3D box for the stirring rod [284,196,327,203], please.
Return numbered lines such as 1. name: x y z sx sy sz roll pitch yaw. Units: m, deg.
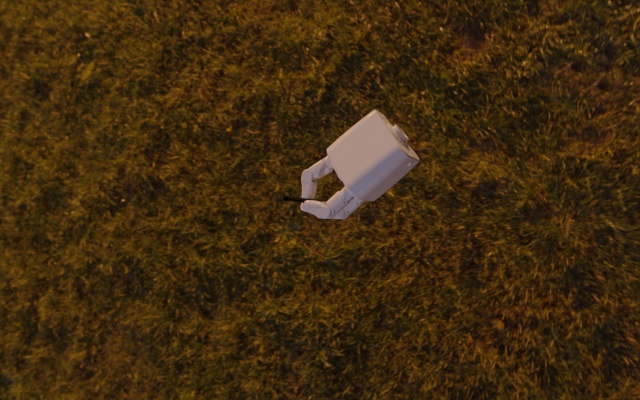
1. stirring rod: 0.000 0.003 0.848 0.011 0.011 0.239 0 -3 27
